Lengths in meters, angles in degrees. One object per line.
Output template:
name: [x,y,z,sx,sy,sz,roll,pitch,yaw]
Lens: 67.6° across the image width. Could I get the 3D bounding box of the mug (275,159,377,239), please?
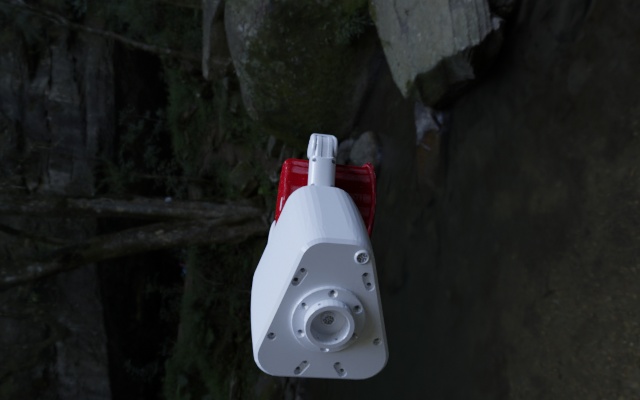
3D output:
mug: [0.000,0.001,0.465,0.081,0.093,0.117,7,16,-8]
